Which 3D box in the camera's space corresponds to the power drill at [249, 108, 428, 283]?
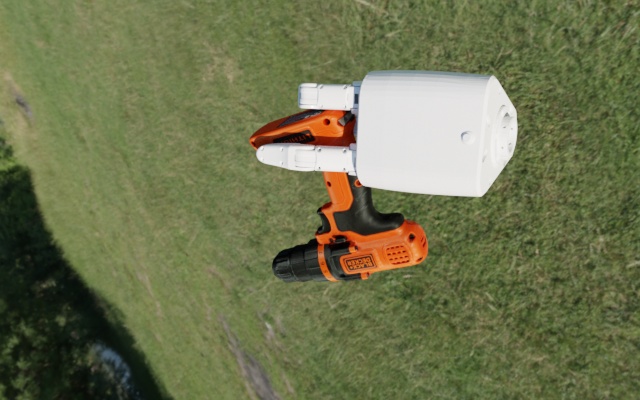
[{"bbox_3d":[0.000,0.001,0.502,0.184,0.188,0.057,-15,23,25],"label":"power drill"}]
